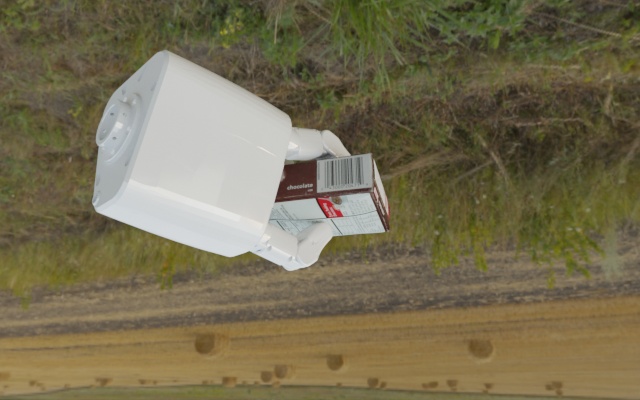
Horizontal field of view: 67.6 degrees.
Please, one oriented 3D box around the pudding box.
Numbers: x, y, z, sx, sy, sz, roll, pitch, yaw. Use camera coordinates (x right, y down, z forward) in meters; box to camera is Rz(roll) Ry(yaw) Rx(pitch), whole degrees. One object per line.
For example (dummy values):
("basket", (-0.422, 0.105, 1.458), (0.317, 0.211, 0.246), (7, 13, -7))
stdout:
("pudding box", (0.000, 0.002, 0.429), (0.113, 0.039, 0.090), (-5, -26, 15))
